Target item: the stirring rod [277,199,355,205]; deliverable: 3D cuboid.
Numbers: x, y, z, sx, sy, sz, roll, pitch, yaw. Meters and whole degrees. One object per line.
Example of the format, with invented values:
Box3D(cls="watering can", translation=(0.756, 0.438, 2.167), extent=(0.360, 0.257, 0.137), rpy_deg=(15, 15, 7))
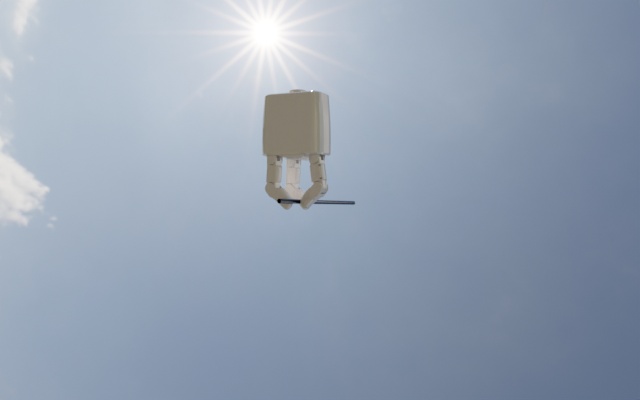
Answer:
Box3D(cls="stirring rod", translation=(0.000, 0.003, 0.873), extent=(0.011, 0.011, 0.239), rpy_deg=(0, -1, 34))
